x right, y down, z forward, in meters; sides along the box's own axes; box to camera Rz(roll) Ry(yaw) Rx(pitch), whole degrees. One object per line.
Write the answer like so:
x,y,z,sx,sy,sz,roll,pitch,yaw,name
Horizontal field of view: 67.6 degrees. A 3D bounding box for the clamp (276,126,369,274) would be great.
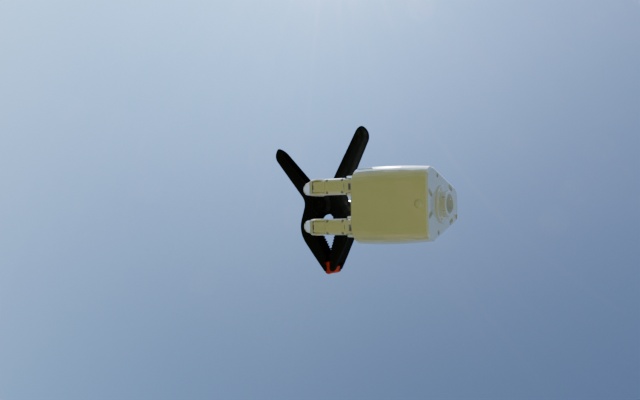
0.001,0.003,0.713,0.164,0.210,0.036,-2,-3,36,clamp
